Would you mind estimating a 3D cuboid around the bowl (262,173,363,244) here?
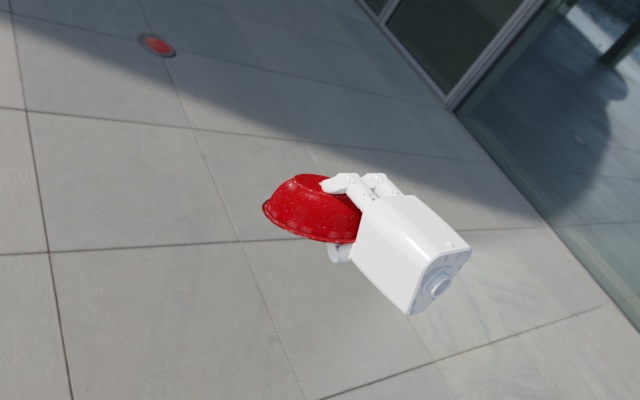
[{"bbox_3d":[-0.001,0.001,0.685,0.162,0.055,0.162,13,18,-4],"label":"bowl"}]
